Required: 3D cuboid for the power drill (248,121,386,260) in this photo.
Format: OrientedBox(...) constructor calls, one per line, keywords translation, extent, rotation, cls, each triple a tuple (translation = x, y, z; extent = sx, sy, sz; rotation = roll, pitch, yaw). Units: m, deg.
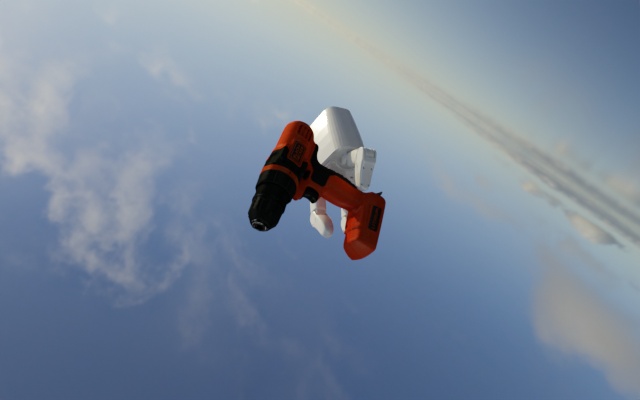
OrientedBox(translation=(0.000, 0.002, 0.651), extent=(0.188, 0.184, 0.057), rotation=(38, -41, -23), cls="power drill")
